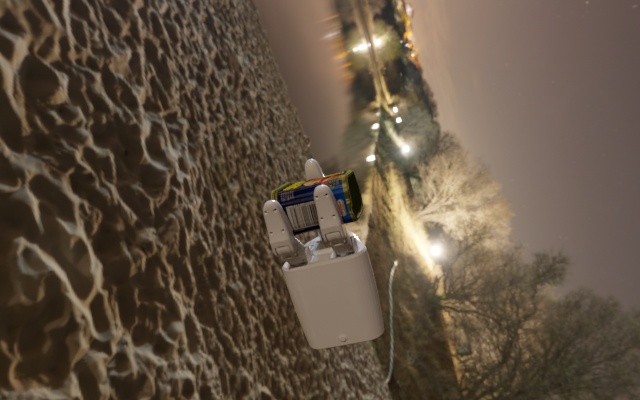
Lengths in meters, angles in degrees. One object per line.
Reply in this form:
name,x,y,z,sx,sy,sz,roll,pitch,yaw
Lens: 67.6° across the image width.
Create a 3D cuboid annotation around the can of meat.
can of meat,0.000,0.002,0.543,0.084,0.057,0.102,-13,7,12
